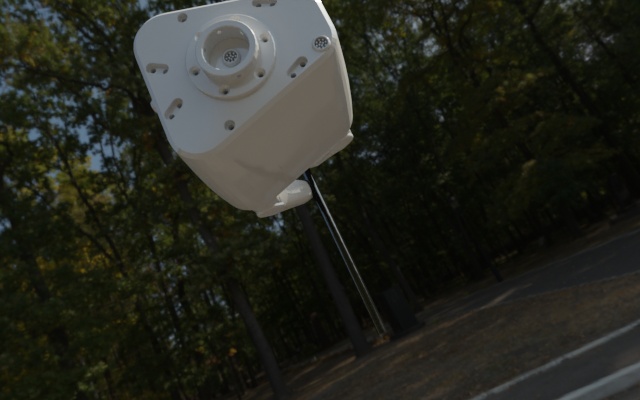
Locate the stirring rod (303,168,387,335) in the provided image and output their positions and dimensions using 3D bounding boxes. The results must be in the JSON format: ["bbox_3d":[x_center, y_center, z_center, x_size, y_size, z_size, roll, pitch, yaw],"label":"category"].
[{"bbox_3d":[0.000,0.001,0.414,0.011,0.239,0.011,-24,-15,-7],"label":"stirring rod"}]
